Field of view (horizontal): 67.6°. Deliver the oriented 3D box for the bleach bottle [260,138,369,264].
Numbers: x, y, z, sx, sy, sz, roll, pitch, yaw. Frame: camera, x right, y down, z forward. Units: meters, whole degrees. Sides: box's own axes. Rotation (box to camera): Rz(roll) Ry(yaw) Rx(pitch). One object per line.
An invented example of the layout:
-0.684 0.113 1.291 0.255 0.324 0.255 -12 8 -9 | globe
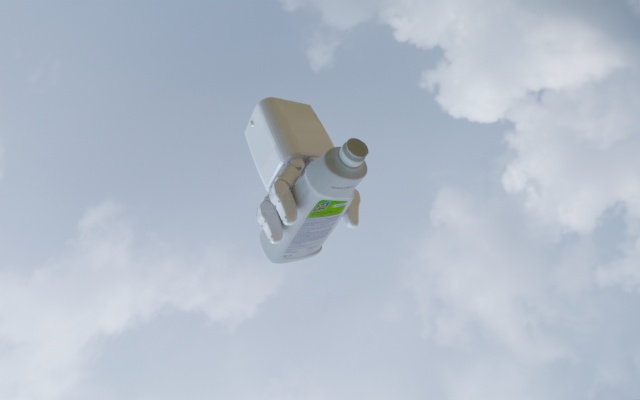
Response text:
0.000 0.002 0.652 0.102 0.068 0.251 -12 -25 -33 | bleach bottle
